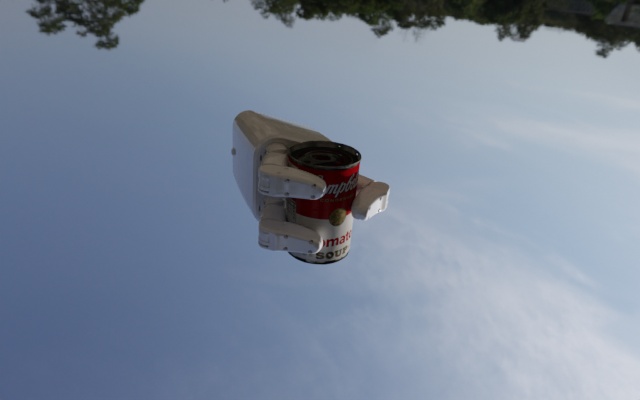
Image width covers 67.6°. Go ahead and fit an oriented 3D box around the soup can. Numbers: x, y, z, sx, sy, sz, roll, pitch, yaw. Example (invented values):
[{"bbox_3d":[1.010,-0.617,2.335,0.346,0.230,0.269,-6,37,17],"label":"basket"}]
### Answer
[{"bbox_3d":[0.000,0.002,0.460,0.068,0.102,0.068,4,26,-2],"label":"soup can"}]
